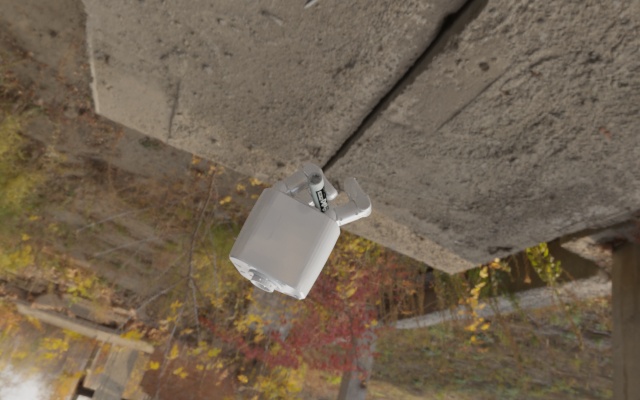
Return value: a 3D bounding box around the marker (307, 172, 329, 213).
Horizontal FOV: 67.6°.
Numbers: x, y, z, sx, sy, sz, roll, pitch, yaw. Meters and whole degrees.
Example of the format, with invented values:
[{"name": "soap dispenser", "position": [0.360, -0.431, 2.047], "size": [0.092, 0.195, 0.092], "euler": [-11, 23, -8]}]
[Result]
[{"name": "marker", "position": [0.000, 0.002, 0.630], "size": [0.020, 0.020, 0.121], "euler": [0, -28, 7]}]
